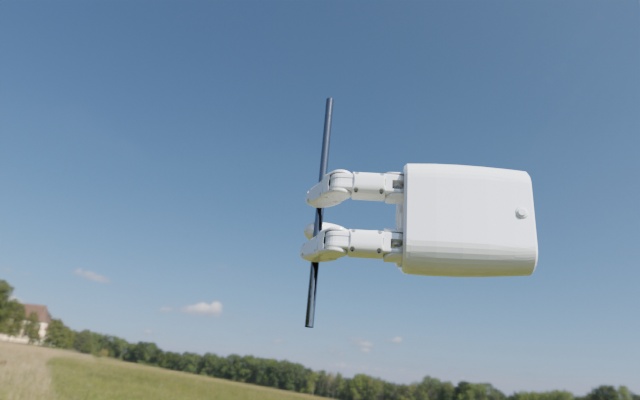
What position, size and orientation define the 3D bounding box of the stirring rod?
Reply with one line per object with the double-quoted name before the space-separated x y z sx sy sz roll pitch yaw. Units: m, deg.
"stirring rod" 0.000 0.002 0.468 0.011 0.239 0.011 4 -23 2
